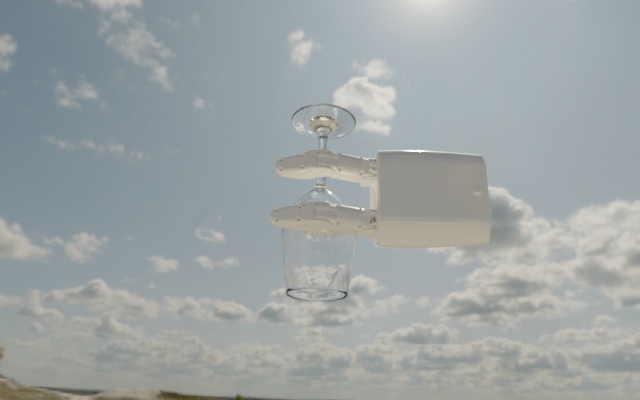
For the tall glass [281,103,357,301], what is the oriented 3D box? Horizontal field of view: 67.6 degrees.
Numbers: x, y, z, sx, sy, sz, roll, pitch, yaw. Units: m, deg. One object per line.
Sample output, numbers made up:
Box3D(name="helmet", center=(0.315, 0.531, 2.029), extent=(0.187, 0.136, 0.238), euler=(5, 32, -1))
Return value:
Box3D(name="tall glass", center=(0.000, 0.001, 0.509), extent=(0.079, 0.201, 0.079), euler=(2, -23, 1))
